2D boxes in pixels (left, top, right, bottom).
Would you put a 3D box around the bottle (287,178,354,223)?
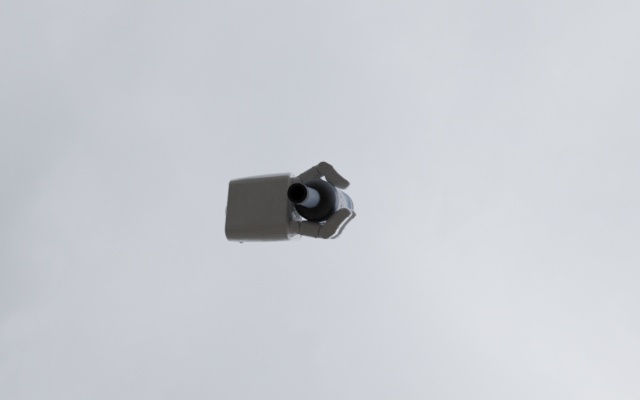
[{"bbox_3d":[0.000,0.002,0.762,0.069,0.069,0.296,0,-5,12],"label":"bottle"}]
